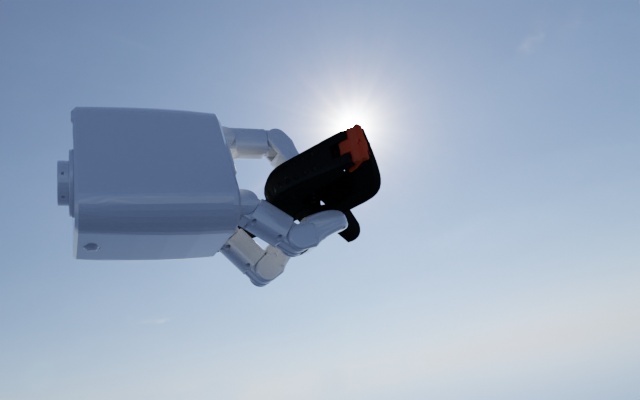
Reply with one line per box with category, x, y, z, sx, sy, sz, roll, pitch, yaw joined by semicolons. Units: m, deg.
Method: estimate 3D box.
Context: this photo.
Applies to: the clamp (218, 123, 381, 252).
clamp;0.000;0.000;0.415;0.164;0.036;0.210;-1;-23;-28
